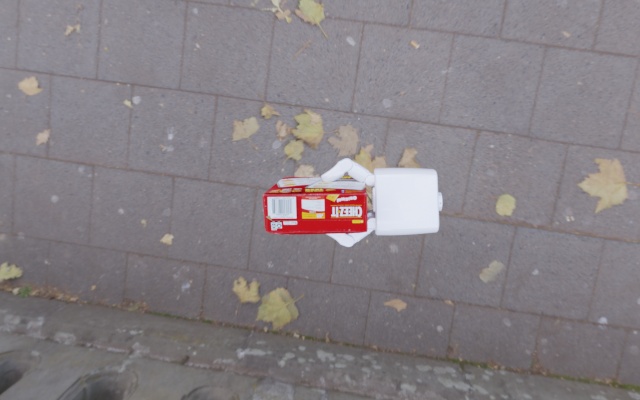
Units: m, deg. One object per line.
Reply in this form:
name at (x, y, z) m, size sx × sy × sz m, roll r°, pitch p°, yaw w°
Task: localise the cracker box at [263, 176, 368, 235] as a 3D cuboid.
cracker box at (0.000, 0.003, 0.839) m, size 0.164 × 0.072 × 0.213 m, roll -1°, pitch 10°, yaw 5°
